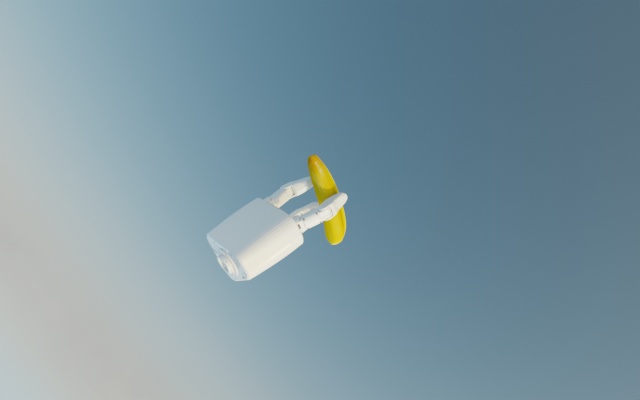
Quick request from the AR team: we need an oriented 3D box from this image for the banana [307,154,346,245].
[{"bbox_3d":[0.012,0.014,0.812,0.037,0.198,0.069,-33,47,-23],"label":"banana"}]
